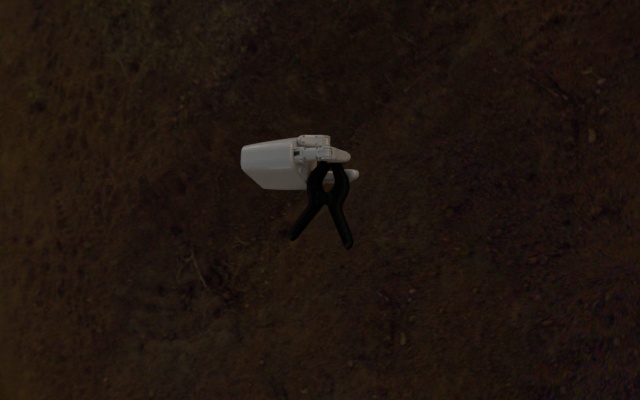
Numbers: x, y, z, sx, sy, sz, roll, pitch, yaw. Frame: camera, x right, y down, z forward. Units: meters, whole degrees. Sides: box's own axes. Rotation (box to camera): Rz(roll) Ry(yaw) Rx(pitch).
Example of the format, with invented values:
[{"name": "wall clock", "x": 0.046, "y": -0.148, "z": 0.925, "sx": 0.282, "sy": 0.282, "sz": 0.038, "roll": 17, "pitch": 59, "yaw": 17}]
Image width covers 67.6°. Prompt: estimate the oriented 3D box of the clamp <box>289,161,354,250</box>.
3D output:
[{"name": "clamp", "x": 0.000, "y": 0.003, "z": 0.852, "sx": 0.120, "sy": 0.171, "sz": 0.039, "roll": -1, "pitch": -8, "yaw": 14}]
